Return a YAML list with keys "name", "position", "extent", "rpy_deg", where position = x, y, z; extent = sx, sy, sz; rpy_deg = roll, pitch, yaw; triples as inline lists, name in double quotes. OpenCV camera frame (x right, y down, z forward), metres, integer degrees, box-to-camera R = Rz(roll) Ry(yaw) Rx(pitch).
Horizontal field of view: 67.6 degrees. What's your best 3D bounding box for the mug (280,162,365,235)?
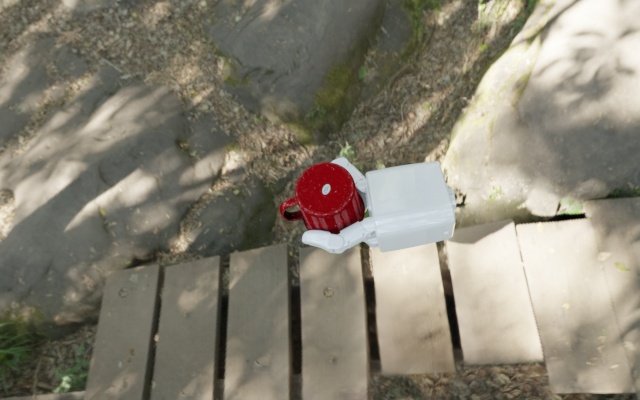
- name: "mug"
  position: [-0.001, 0.002, 0.662]
  extent: [0.117, 0.093, 0.081]
  rpy_deg: [-12, -26, 6]
